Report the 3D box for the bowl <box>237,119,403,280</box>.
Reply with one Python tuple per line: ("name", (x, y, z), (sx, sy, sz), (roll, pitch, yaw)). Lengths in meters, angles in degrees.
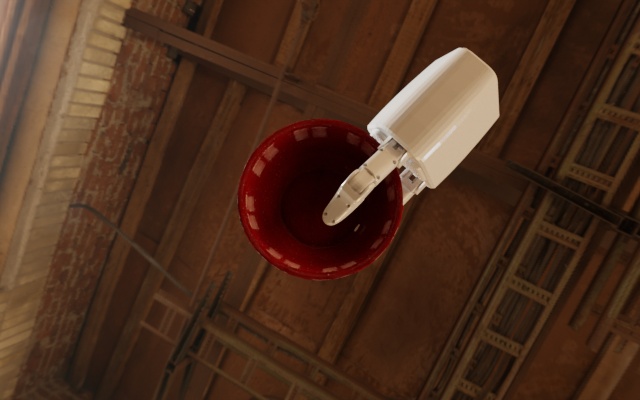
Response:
("bowl", (-0.001, 0.002, 0.489), (0.162, 0.162, 0.055), (0, -13, 0))
